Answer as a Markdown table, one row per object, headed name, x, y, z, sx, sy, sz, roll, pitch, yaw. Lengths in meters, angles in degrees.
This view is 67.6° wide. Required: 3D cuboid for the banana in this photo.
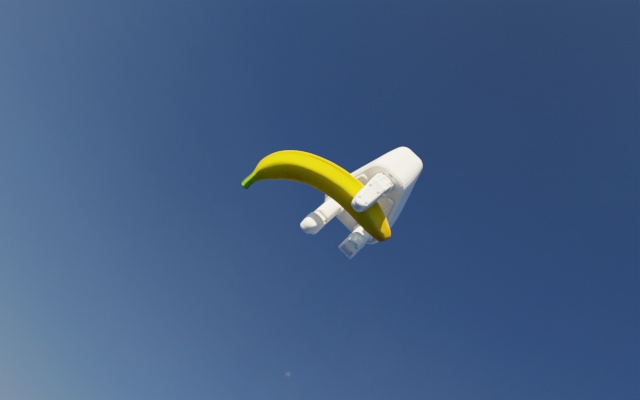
| name | x | y | z | sx | sy | sz | roll | pitch | yaw |
| --- | --- | --- | --- | --- | --- | --- | --- | --- | --- |
| banana | 0.002 | -0.016 | 0.584 | 0.198 | 0.070 | 0.037 | 22 | 22 | 13 |
